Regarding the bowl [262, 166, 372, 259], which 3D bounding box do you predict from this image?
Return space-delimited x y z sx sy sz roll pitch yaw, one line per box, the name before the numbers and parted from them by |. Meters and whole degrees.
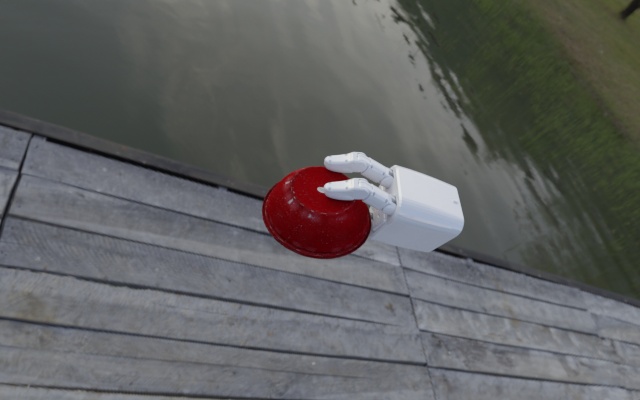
bowl | -0.001 0.002 0.674 0.162 0.162 0.055 0 -42 -13
